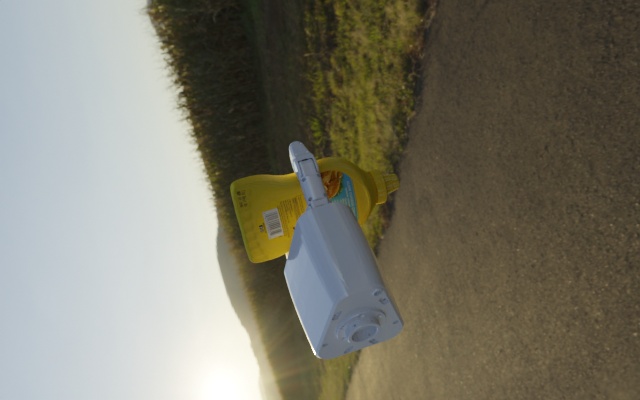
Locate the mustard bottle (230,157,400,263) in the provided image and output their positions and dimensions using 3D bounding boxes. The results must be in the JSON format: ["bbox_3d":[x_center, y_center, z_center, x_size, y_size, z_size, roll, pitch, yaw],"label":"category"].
[{"bbox_3d":[0.000,0.002,0.550,0.191,0.096,0.058,-15,21,-10],"label":"mustard bottle"}]
